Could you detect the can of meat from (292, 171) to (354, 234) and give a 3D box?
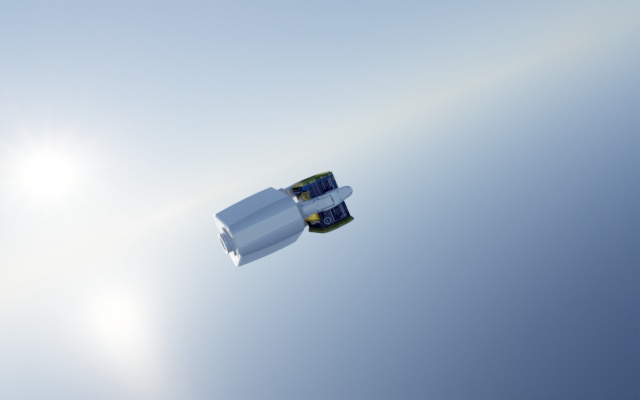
[{"bbox_3d":[0.000,0.002,0.761,0.057,0.084,0.102,-25,6,-18],"label":"can of meat"}]
